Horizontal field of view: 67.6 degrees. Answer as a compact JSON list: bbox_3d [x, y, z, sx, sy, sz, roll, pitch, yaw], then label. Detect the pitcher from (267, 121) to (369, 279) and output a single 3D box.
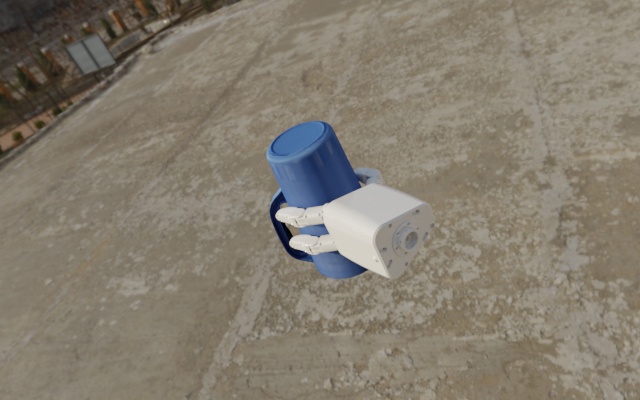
[{"bbox_3d":[0.000,0.003,0.770,0.149,0.243,0.145,-39,34,-19],"label":"pitcher"}]
